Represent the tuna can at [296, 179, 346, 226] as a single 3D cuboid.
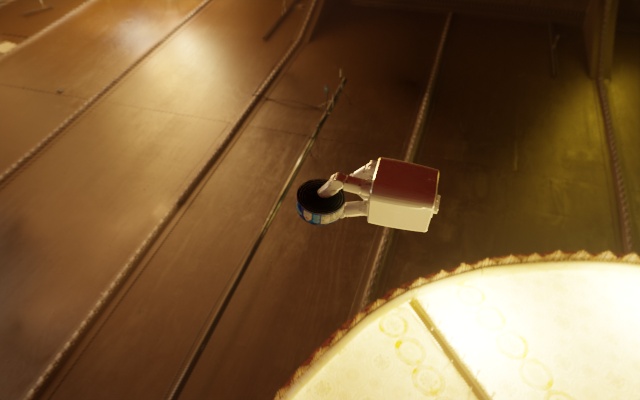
[{"bbox_3d":[0.000,0.003,0.840,0.086,0.086,0.034,0,-44,-5],"label":"tuna can"}]
